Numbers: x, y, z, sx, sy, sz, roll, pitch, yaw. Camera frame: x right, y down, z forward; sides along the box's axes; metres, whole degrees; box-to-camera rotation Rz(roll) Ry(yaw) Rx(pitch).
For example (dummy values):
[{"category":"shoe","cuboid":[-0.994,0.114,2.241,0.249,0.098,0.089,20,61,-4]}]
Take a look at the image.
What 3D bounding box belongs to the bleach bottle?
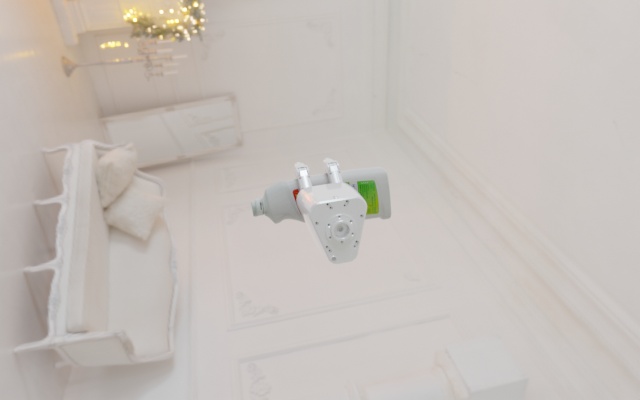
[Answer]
[{"category":"bleach bottle","cuboid":[0.000,0.003,0.880,0.251,0.102,0.068,-9,14,-9]}]
